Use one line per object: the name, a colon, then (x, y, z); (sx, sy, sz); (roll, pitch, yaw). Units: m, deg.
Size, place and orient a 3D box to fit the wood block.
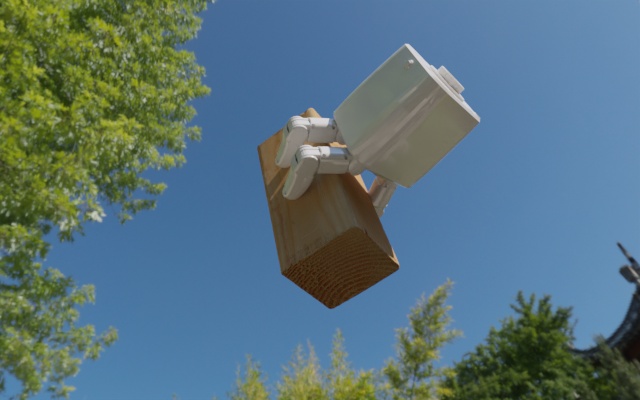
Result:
wood block: (0.001, 0.002, 0.535); (0.090, 0.206, 0.091); (-34, -49, 15)
